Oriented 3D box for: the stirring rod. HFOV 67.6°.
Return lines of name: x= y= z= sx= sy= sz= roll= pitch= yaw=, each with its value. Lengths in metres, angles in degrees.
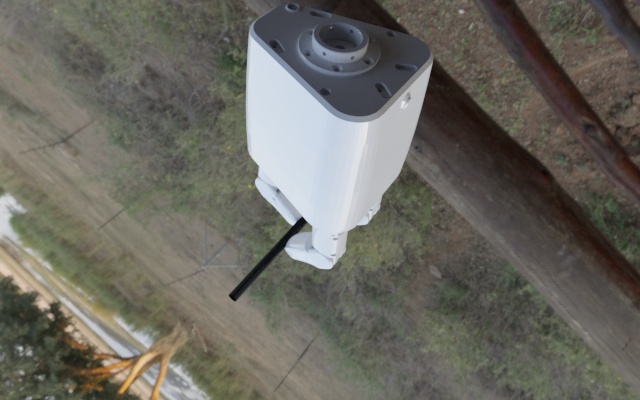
stirring rod: x=0.000 y=0.001 z=0.438 sx=0.011 sy=0.011 sz=0.239 roll=0 pitch=39 yaw=48
